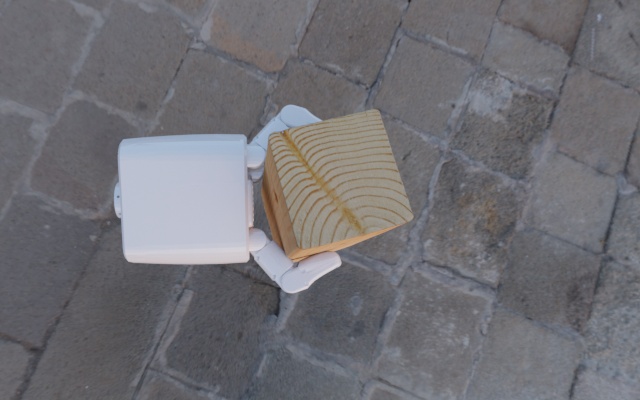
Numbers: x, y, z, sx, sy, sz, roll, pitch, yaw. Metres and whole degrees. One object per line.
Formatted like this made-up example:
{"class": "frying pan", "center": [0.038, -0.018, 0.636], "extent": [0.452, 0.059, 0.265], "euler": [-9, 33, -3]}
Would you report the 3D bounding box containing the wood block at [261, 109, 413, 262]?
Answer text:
{"class": "wood block", "center": [0.000, 0.002, 0.446], "extent": [0.090, 0.091, 0.206], "euler": [-15, -8, -11]}
